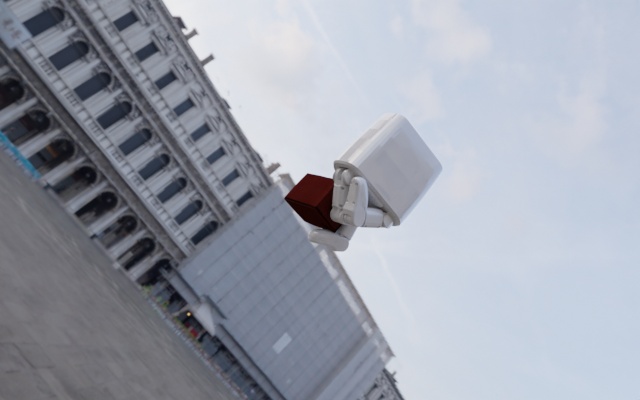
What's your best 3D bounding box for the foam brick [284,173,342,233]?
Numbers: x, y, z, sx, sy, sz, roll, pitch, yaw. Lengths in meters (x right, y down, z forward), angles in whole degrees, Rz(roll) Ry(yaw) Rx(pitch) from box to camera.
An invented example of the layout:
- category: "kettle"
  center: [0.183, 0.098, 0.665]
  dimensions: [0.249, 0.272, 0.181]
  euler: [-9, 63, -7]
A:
- category: "foam brick"
  center: [0.000, 0.002, 0.653]
  dimensions: [0.078, 0.051, 0.053]
  euler: [17, -28, 52]
